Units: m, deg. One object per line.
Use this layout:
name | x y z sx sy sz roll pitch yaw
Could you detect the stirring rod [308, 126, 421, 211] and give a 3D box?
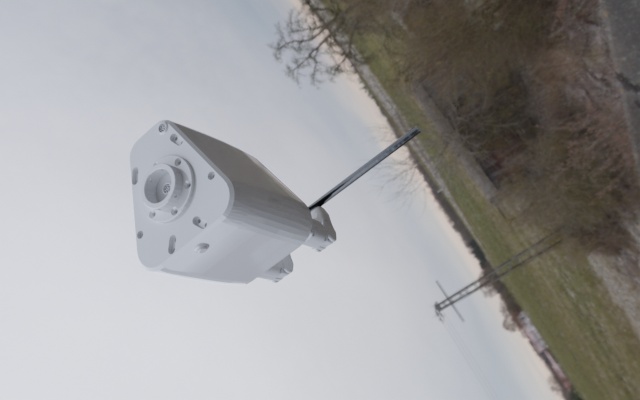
stirring rod | 0.000 0.001 0.484 0.239 0.011 0.011 -37 -11 15
